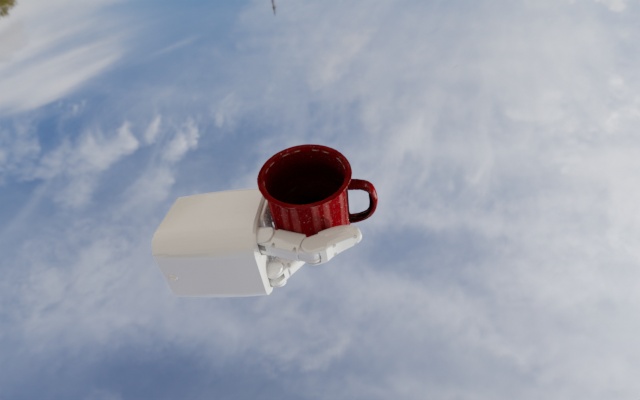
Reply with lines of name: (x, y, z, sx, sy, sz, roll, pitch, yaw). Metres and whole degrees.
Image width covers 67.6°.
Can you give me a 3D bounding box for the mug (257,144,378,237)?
mug: (0.002, 0.002, 0.492, 0.117, 0.093, 0.082, -3, -45, 5)
